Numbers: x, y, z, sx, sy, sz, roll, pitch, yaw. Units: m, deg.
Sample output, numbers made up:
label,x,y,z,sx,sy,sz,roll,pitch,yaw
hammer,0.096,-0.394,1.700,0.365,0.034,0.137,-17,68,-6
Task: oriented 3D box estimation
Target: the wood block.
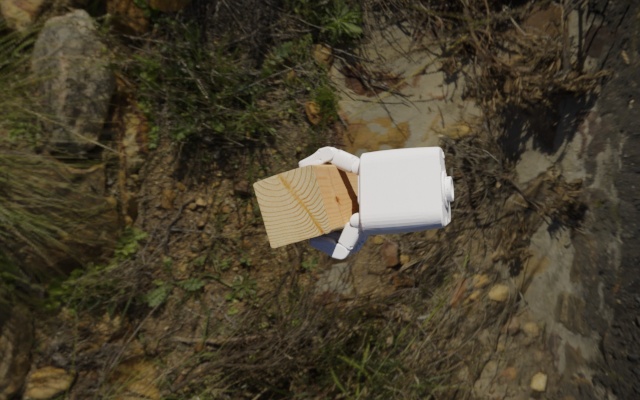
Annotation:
label,x,y,z,sx,sy,sz,roll,pitch,yaw
wood block,0.000,0.002,0.698,0.090,0.091,0.206,-17,-3,21
